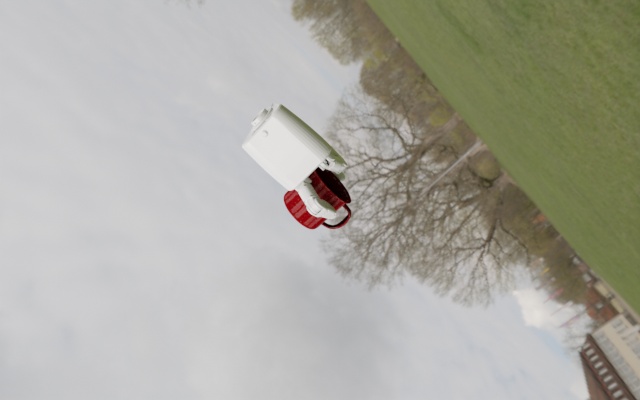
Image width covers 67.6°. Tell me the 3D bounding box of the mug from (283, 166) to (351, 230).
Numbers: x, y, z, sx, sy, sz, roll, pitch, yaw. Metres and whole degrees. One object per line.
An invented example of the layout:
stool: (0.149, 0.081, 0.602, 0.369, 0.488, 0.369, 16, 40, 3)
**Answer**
mug: (0.001, 0.004, 0.816, 0.081, 0.117, 0.093, -42, 17, 18)
